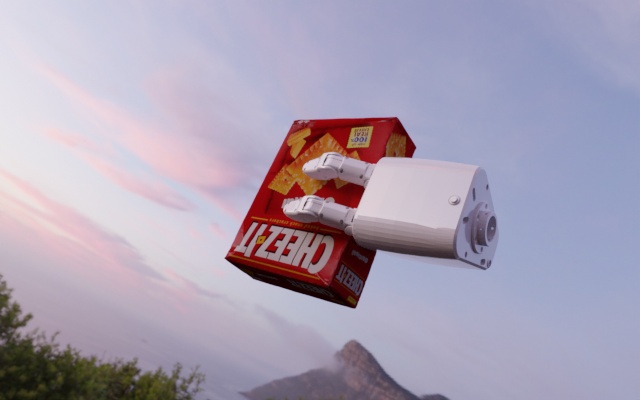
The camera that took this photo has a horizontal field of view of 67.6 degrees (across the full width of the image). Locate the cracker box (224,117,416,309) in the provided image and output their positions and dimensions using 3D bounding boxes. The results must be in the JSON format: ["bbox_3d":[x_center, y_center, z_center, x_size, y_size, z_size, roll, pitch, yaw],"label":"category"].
[{"bbox_3d":[0.000,0.002,0.575,0.164,0.213,0.072,7,-26,39],"label":"cracker box"}]
